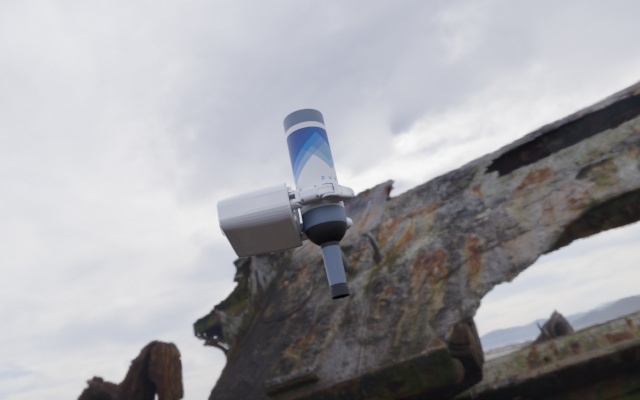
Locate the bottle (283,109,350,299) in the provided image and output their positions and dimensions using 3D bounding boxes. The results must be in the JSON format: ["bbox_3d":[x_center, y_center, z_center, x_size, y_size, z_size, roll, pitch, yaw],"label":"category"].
[{"bbox_3d":[0.000,0.002,0.729,0.069,0.295,0.069,-11,-21,-4],"label":"bottle"}]
